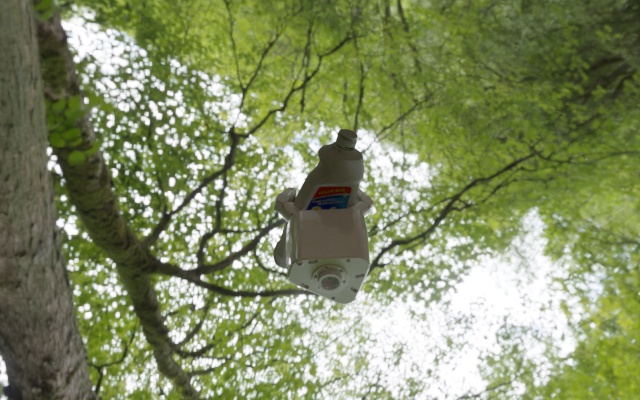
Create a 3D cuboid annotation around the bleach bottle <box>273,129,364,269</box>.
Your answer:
[{"bbox_3d":[0.000,0.002,0.753,0.102,0.251,0.068,12,33,-8],"label":"bleach bottle"}]
